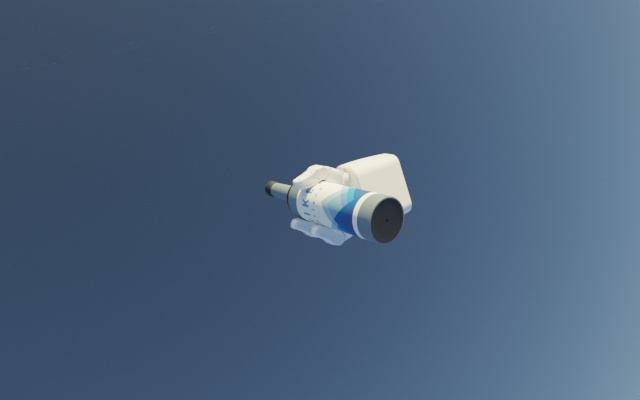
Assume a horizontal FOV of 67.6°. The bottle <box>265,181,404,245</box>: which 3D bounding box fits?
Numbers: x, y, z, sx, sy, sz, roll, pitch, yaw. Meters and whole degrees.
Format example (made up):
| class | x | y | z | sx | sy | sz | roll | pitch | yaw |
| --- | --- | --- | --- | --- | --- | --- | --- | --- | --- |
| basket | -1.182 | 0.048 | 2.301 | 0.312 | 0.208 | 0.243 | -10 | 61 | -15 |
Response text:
| class | x | y | z | sx | sy | sz | roll | pitch | yaw |
| --- | --- | --- | --- | --- | --- | --- | --- | --- | --- |
| bottle | 0.000 | 0.003 | 0.751 | 0.069 | 0.069 | 0.295 | 0 | 10 | -38 |
